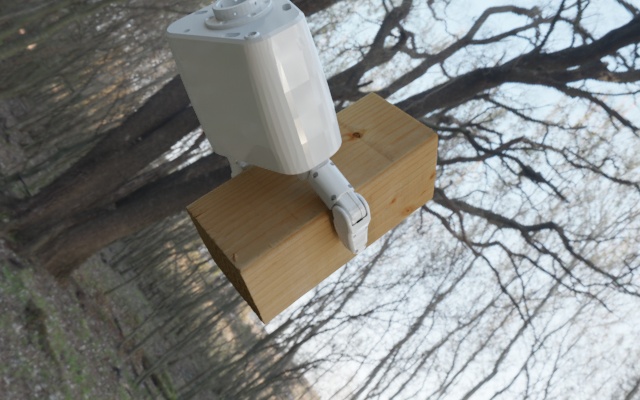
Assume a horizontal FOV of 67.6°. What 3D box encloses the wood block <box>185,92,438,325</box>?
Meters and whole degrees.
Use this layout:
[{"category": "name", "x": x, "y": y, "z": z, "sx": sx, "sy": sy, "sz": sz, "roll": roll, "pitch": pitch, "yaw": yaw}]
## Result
[{"category": "wood block", "x": 0.000, "y": 0.001, "z": 0.433, "sx": 0.206, "sy": 0.090, "sz": 0.090, "roll": -34, "pitch": 54, "yaw": -19}]
